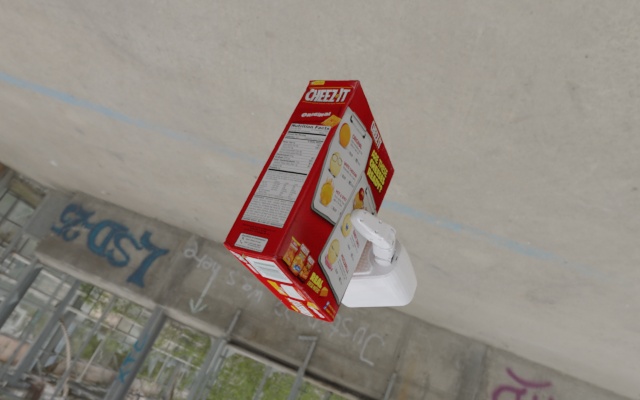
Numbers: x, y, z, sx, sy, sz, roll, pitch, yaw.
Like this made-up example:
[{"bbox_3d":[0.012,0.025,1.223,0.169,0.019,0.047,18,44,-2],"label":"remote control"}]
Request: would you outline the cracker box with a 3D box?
[{"bbox_3d":[0.000,0.002,0.526,0.072,0.213,0.164,10,-28,29],"label":"cracker box"}]
